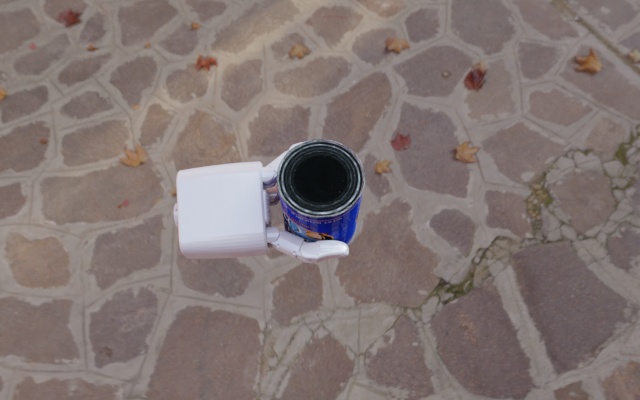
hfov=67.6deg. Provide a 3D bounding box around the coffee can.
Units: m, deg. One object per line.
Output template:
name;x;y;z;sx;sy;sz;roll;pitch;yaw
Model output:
coffee can;0.000;0.002;0.610;0.103;0.102;0.140;0;-25;0
